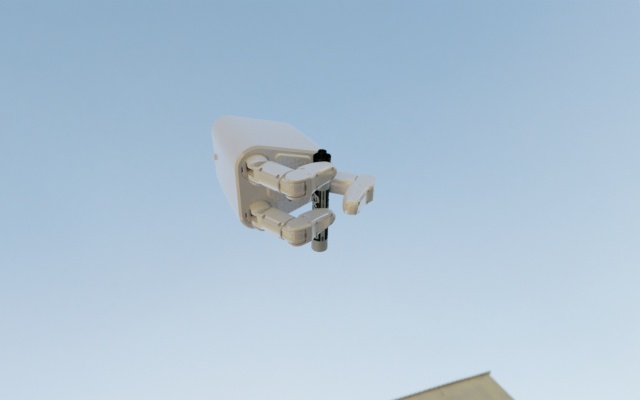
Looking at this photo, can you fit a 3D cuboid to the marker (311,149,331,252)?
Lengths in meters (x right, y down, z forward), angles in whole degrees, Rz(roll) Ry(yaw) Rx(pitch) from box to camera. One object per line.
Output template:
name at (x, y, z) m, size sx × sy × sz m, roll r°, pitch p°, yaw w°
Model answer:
marker at (0.000, 0.002, 0.509) m, size 0.020 × 0.121 × 0.020 m, roll 1°, pitch 31°, yaw -1°
